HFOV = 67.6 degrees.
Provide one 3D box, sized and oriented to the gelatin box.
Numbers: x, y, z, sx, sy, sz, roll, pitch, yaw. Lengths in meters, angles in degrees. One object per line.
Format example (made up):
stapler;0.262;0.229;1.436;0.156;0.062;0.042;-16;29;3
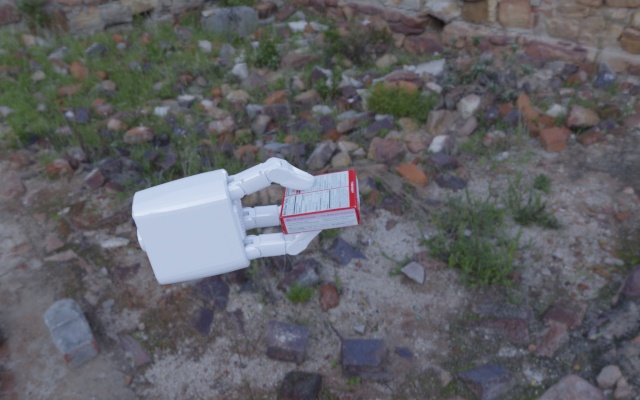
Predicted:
gelatin box;0.000;0.001;0.554;0.089;0.030;0.073;-9;37;9
